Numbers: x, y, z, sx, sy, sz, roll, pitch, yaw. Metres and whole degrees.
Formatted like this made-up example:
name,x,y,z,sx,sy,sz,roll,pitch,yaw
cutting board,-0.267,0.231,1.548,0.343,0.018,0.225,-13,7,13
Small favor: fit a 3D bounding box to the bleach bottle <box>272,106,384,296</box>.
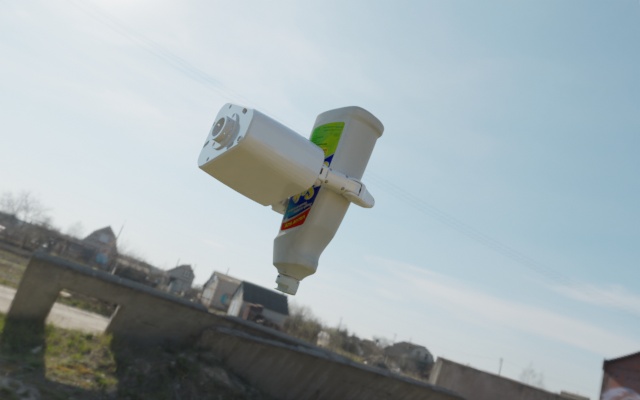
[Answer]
name,x,y,z,sx,sy,sz,roll,pitch,yaw
bleach bottle,0.000,0.002,0.629,0.068,0.250,0.102,31,-19,-36
